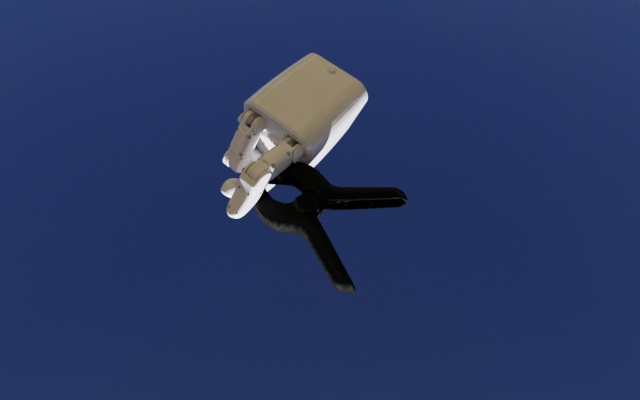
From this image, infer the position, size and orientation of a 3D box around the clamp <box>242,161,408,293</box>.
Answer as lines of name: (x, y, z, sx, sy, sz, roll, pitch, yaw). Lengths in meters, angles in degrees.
clamp: (0.000, 0.002, 0.491, 0.171, 0.120, 0.039, 37, -24, 18)
